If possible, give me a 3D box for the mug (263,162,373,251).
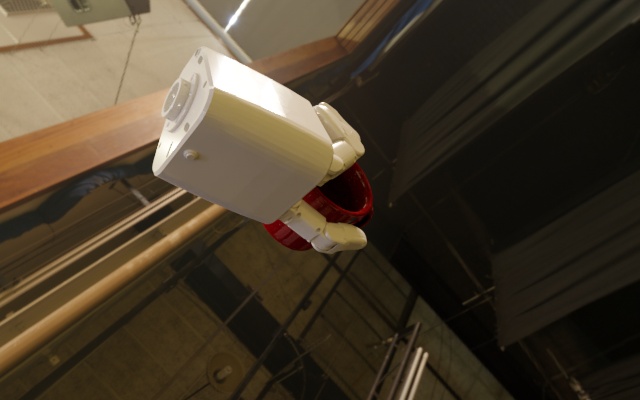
[{"bbox_3d":[0.001,0.002,0.482,0.117,0.093,0.081,25,-49,-32],"label":"mug"}]
